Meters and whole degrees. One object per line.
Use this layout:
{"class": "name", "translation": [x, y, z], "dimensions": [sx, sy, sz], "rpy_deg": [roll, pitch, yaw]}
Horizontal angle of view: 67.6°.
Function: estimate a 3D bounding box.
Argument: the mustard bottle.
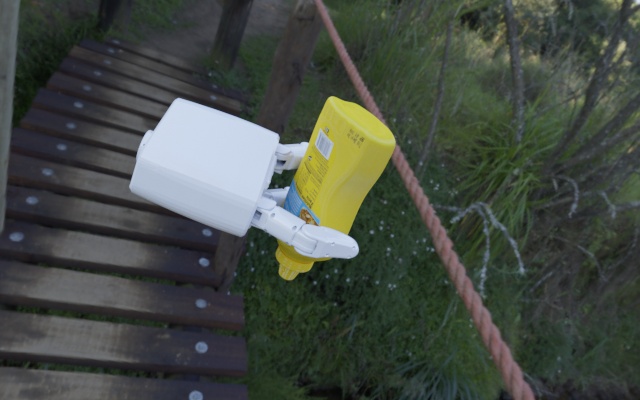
{"class": "mustard bottle", "translation": [0.000, 0.001, 0.475], "dimensions": [0.058, 0.192, 0.096], "rpy_deg": [10, 28, -32]}
